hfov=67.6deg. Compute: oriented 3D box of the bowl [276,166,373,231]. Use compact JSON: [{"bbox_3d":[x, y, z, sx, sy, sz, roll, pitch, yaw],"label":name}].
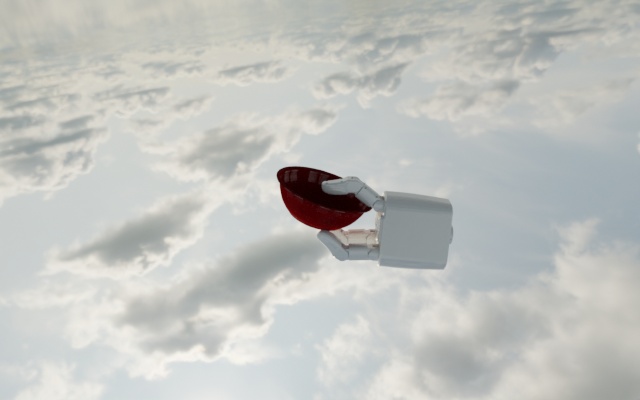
[{"bbox_3d":[-0.001,0.002,0.764,0.162,0.055,0.162,17,21,-7],"label":"bowl"}]
